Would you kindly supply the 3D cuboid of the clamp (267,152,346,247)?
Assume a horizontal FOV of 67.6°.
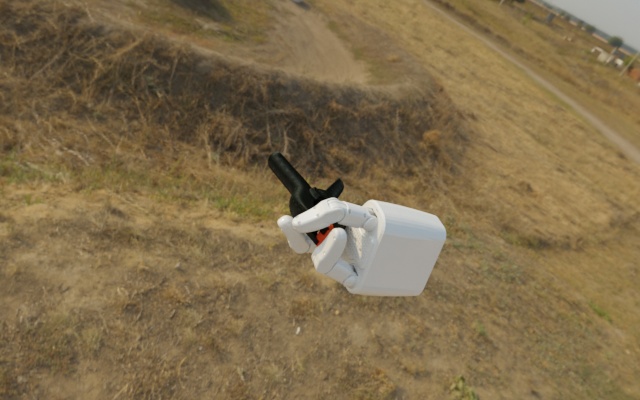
[{"bbox_3d":[0.000,0.002,0.628,0.120,0.039,0.171,11,35,-29],"label":"clamp"}]
